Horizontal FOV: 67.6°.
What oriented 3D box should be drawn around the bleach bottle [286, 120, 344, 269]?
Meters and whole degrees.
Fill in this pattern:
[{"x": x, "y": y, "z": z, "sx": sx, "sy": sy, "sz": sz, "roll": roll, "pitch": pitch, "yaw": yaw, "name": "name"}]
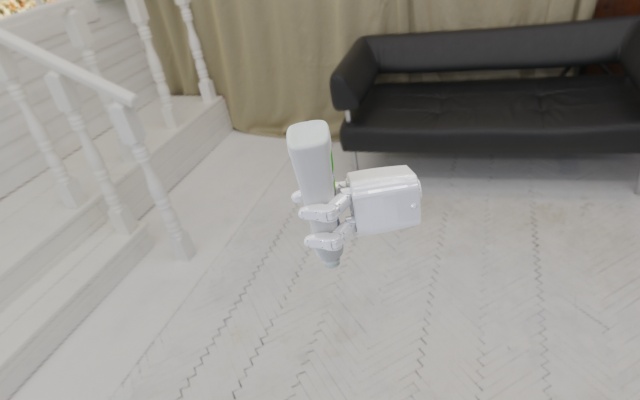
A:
[{"x": 0.000, "y": 0.003, "z": 0.789, "sx": 0.068, "sy": 0.251, "sz": 0.102, "roll": -9, "pitch": 32, "yaw": 2, "name": "bleach bottle"}]
